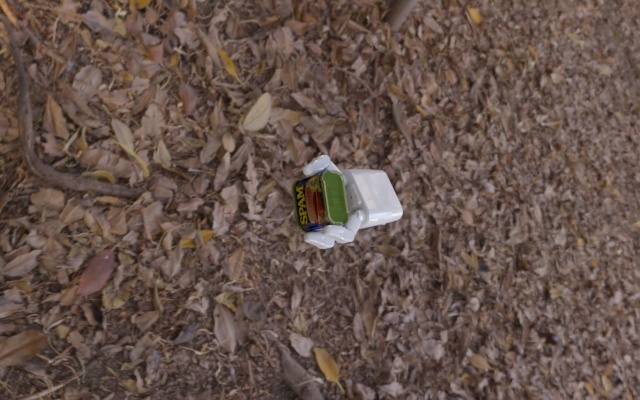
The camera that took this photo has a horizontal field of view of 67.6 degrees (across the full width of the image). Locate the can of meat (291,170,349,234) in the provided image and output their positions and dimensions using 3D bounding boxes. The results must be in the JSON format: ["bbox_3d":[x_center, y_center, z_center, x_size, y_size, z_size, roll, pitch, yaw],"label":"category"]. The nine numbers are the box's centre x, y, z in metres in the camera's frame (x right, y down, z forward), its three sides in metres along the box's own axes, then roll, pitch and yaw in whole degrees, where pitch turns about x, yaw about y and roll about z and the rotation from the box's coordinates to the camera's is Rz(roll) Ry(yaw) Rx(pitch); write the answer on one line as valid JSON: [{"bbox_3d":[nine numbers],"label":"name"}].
[{"bbox_3d":[0.000,0.003,0.846,0.057,0.102,0.084,0,-11,-42],"label":"can of meat"}]
